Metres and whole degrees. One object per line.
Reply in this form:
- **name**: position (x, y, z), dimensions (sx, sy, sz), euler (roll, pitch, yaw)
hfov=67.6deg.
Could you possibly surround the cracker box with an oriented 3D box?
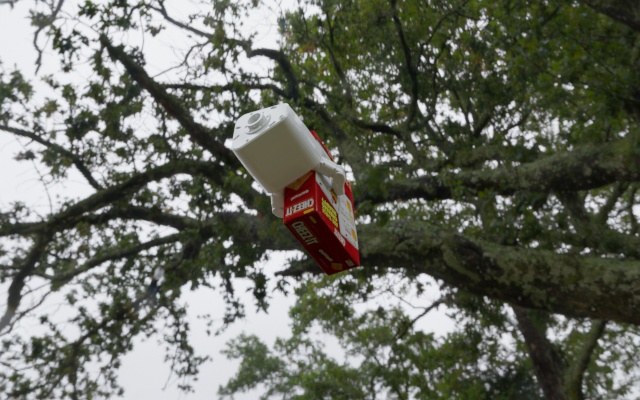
- **cracker box**: position (0.000, 0.003, 0.870), dimensions (0.072, 0.213, 0.164), euler (-22, -49, 19)
